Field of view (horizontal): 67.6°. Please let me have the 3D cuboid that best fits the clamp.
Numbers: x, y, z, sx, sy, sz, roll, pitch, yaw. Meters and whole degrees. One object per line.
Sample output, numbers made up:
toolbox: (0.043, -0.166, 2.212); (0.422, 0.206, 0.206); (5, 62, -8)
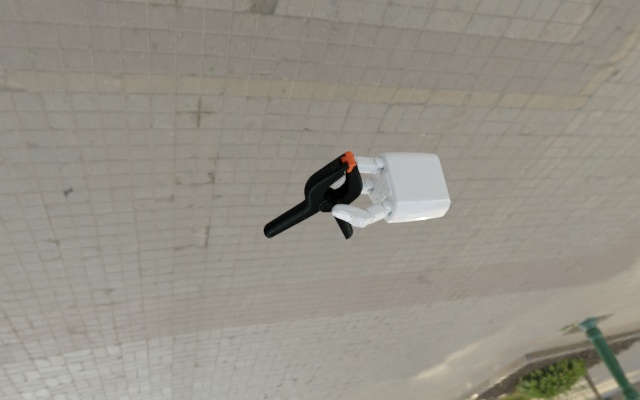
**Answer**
clamp: (0.001, 0.003, 0.768); (0.164, 0.036, 0.210); (-3, -37, -19)
